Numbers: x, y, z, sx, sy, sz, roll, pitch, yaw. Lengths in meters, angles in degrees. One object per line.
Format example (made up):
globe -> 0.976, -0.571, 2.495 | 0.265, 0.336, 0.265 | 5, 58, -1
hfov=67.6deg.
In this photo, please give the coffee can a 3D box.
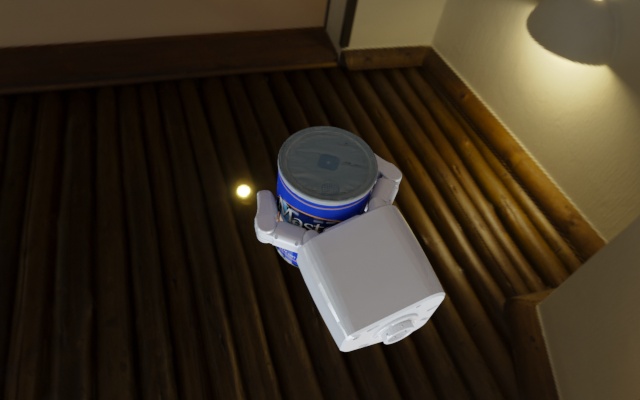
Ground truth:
coffee can -> 0.000, 0.002, 0.539 | 0.103, 0.102, 0.140 | 0, -36, -8
